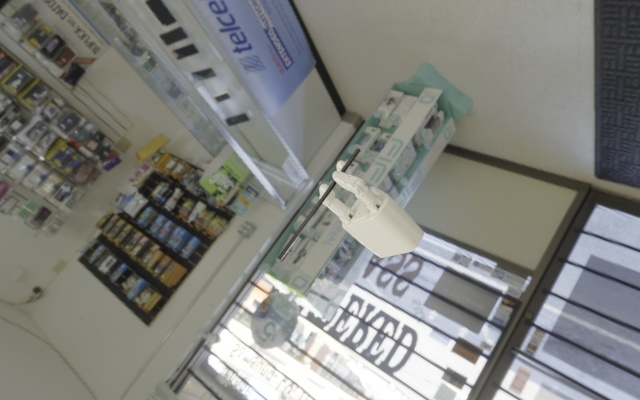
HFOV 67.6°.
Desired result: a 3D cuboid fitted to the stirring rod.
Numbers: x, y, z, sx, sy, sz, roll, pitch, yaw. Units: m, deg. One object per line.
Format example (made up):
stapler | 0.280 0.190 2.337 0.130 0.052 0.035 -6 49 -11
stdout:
stirring rod | 0.000 0.003 0.822 0.011 0.239 0.011 33 -15 10
